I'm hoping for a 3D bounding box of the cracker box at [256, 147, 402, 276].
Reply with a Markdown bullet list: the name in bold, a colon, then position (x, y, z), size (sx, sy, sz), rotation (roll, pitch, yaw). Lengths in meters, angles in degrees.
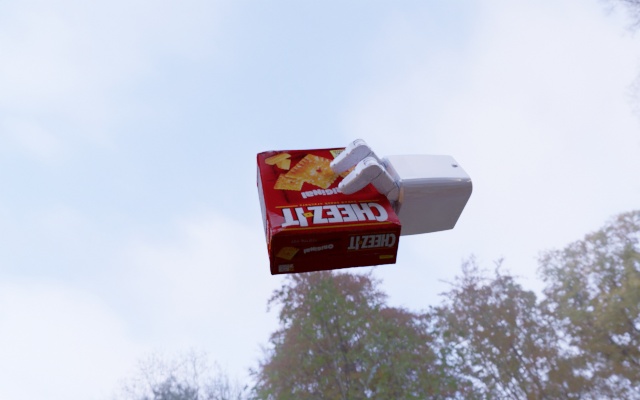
- **cracker box**: position (0.000, 0.002, 0.665), size (0.164, 0.072, 0.213), rotation (-4, 34, -10)
